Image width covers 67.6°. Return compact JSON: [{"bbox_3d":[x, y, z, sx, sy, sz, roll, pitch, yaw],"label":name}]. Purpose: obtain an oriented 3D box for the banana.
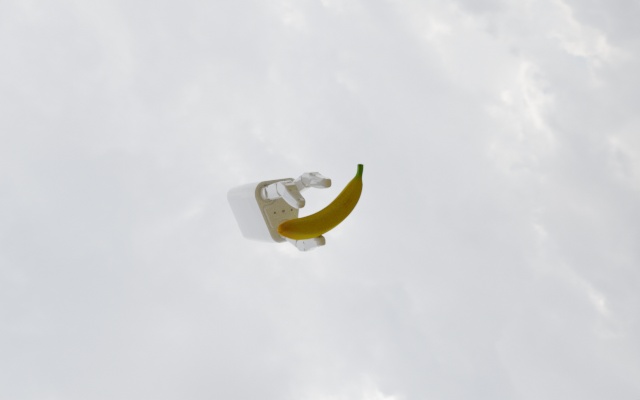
[{"bbox_3d":[0.009,0.016,0.768,0.037,0.070,0.197,4,36,48],"label":"banana"}]
